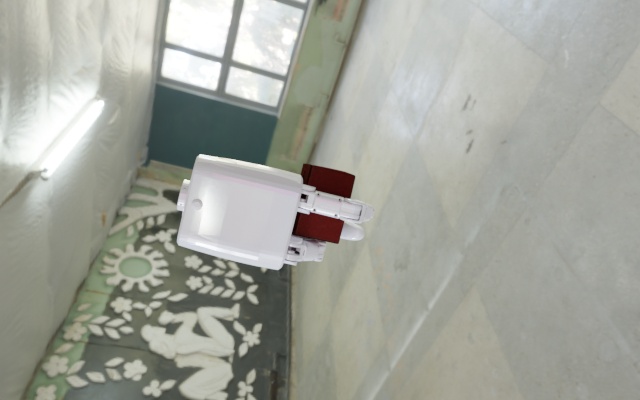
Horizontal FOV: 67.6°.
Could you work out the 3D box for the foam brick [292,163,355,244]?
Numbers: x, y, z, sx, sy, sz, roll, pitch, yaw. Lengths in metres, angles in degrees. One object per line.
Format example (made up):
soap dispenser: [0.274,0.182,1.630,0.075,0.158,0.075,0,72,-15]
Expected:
foam brick: [0.000,0.001,0.521,0.051,0.078,0.053,14,3,-11]
